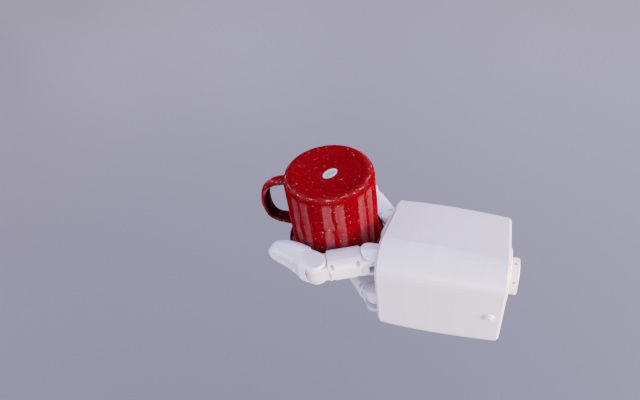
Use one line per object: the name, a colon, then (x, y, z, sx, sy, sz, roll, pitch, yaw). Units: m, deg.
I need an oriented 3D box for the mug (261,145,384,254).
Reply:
mug: (-0.001, 0.001, 0.446, 0.117, 0.082, 0.093, 8, 45, 18)
